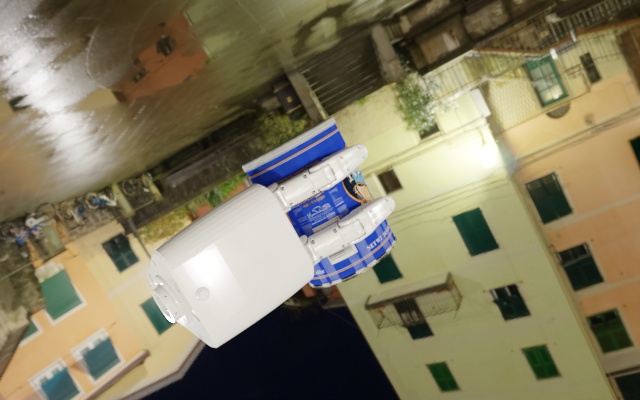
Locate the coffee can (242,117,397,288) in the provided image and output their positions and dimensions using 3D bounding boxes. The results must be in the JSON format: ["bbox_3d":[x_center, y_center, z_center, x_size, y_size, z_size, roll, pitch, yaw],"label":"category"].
[{"bbox_3d":[0.000,0.001,0.483,0.103,0.140,0.103,-28,9,5],"label":"coffee can"}]
